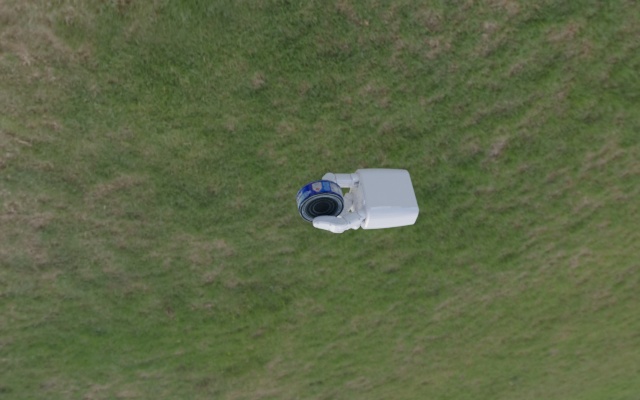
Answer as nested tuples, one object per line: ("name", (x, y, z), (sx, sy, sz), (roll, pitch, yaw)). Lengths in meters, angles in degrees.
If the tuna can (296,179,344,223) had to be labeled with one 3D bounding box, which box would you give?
("tuna can", (0.000, 0.003, 0.872), (0.086, 0.033, 0.086), (-7, -40, -6))
